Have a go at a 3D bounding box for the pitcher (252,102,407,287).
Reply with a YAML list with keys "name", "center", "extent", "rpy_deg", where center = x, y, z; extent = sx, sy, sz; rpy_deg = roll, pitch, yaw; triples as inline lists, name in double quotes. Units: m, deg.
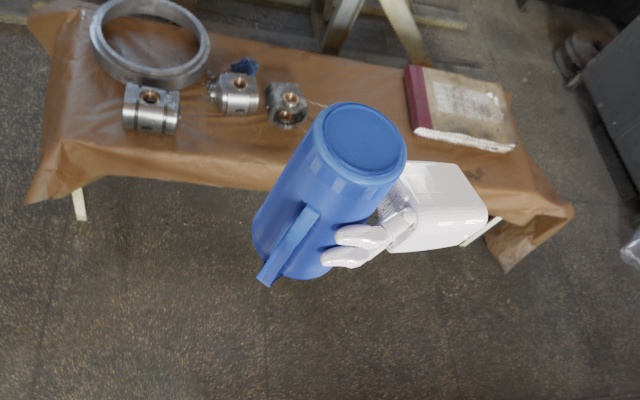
- name: "pitcher"
  center: [0.000, 0.002, 0.583]
  extent: [0.145, 0.149, 0.243]
  rpy_deg: [-2, -29, -23]
